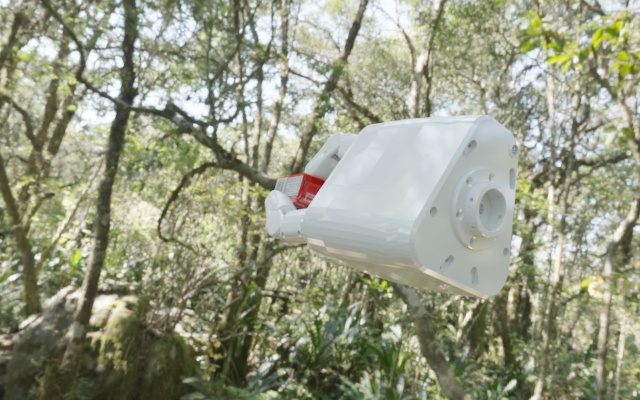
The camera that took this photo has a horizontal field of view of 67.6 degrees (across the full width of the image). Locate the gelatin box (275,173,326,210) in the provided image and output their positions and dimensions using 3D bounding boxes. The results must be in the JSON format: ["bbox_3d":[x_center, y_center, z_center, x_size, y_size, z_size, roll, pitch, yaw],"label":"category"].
[{"bbox_3d":[0.000,0.001,0.456,0.073,0.030,0.089,20,-7,-20],"label":"gelatin box"}]
